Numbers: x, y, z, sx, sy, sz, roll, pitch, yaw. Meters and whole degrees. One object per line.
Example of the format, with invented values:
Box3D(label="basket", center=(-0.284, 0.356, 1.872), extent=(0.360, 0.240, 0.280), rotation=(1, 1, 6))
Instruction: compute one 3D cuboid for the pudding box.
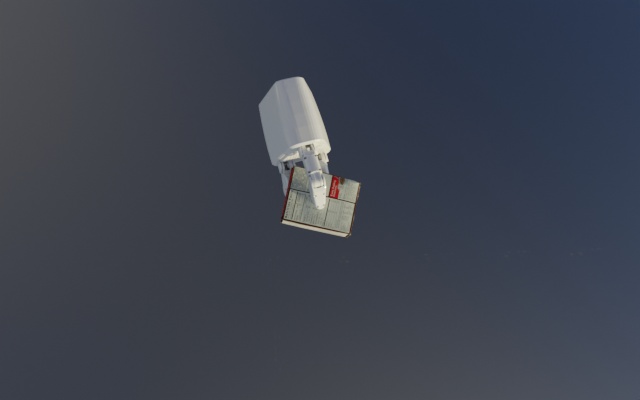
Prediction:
Box3D(label="pudding box", center=(0.000, 0.002, 0.752), extent=(0.113, 0.090, 0.039), rotation=(13, -10, -4))
